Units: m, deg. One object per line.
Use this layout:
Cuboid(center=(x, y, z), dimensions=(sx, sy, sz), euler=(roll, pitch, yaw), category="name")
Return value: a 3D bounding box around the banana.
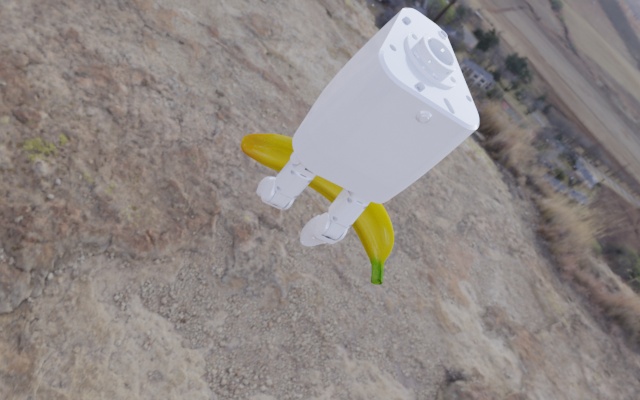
Cuboid(center=(0.011, -0.007, 0.474), dimensions=(0.037, 0.198, 0.069), euler=(-35, 13, 48), category="banana")
